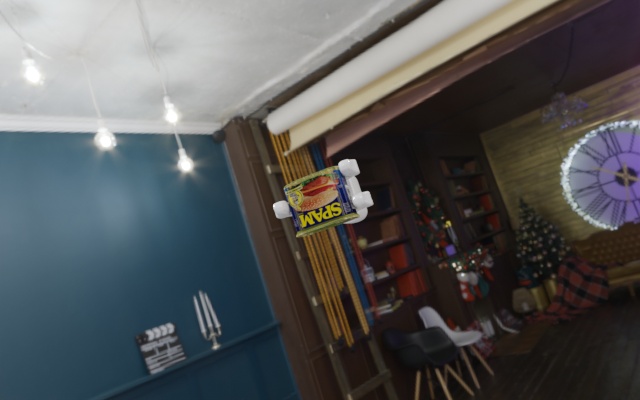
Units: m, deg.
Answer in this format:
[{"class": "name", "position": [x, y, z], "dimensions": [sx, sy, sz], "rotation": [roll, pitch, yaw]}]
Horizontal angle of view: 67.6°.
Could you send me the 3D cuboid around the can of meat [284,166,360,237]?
[{"class": "can of meat", "position": [0.000, 0.002, 0.751], "dimensions": [0.102, 0.084, 0.057], "rotation": [-20, -8, 16]}]
